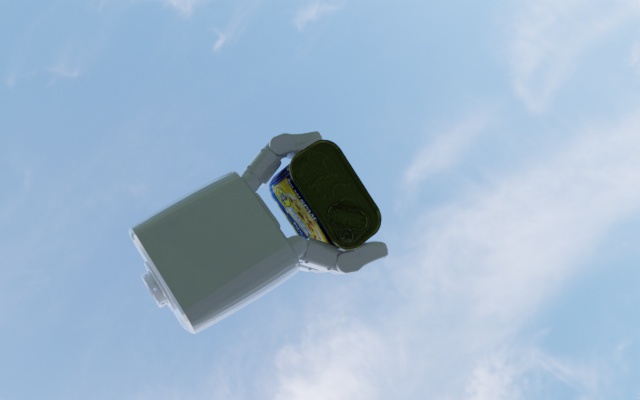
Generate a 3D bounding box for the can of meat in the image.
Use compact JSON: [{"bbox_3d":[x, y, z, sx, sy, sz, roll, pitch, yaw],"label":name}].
[{"bbox_3d":[0.000,0.001,0.470,0.057,0.102,0.084,-35,4,-24],"label":"can of meat"}]
